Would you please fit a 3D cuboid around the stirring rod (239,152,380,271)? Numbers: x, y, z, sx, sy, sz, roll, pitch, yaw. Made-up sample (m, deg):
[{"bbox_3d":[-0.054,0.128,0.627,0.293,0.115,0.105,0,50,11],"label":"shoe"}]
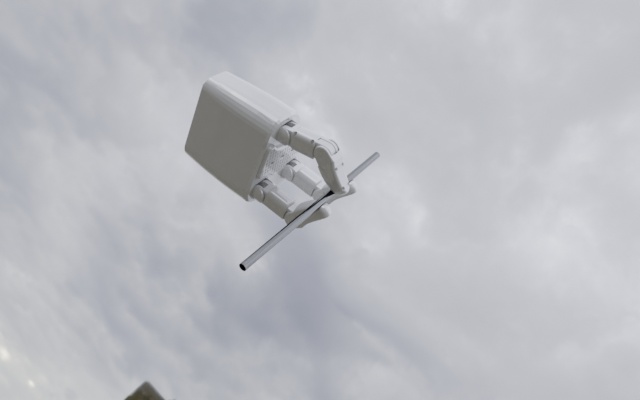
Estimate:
[{"bbox_3d":[0.000,0.002,0.499,0.011,0.011,0.239,0,28,40],"label":"stirring rod"}]
